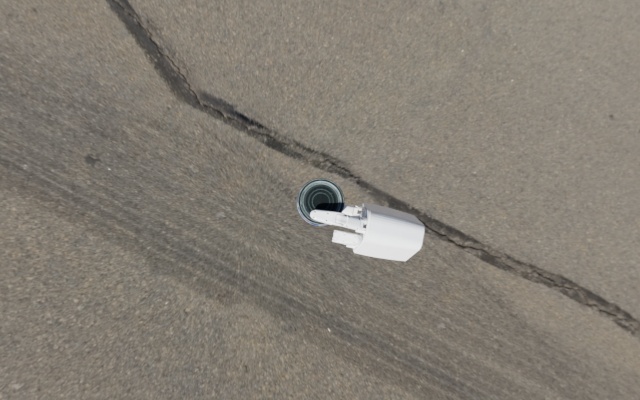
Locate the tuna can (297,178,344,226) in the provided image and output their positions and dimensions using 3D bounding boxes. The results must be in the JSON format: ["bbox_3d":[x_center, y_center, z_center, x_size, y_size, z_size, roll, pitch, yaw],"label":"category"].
[{"bbox_3d":[0.000,0.003,0.860,0.086,0.086,0.034,0,-3,-3],"label":"tuna can"}]
